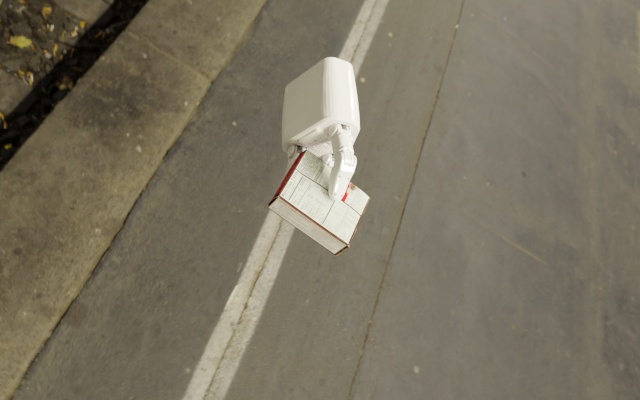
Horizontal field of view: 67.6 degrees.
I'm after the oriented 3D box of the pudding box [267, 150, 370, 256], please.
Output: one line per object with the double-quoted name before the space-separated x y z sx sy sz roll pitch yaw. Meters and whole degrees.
"pudding box" 0.000 0.002 0.614 0.113 0.090 0.039 35 -37 -9
